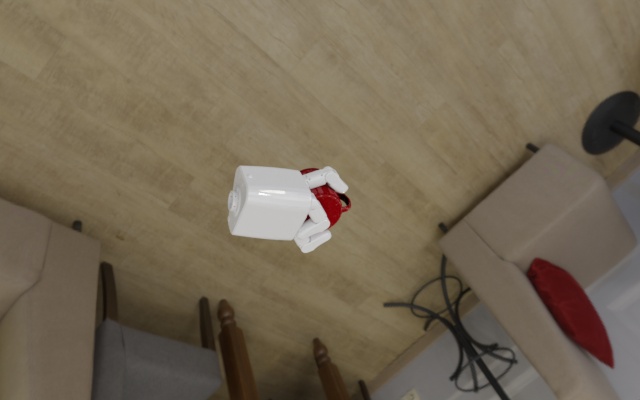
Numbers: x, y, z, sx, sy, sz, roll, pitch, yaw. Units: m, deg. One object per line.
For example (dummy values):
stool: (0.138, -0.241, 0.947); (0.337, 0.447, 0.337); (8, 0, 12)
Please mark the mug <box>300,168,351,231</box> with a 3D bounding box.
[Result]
mug: (0.001, 0.003, 0.855); (0.117, 0.093, 0.081); (5, 32, -24)
